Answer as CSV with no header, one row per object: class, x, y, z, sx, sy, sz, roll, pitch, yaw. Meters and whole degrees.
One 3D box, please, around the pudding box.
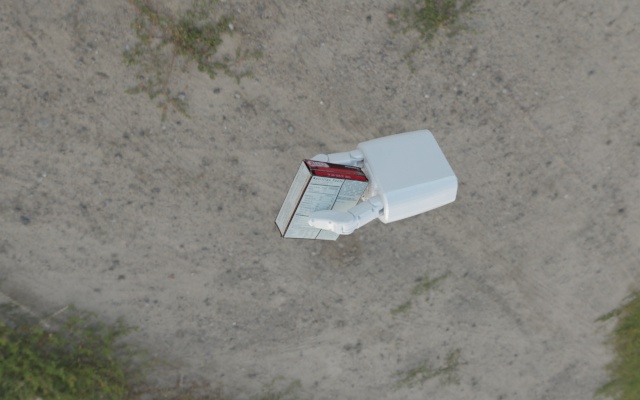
pudding box,0.000,0.002,0.639,0.090,0.113,0.039,6,35,-30
